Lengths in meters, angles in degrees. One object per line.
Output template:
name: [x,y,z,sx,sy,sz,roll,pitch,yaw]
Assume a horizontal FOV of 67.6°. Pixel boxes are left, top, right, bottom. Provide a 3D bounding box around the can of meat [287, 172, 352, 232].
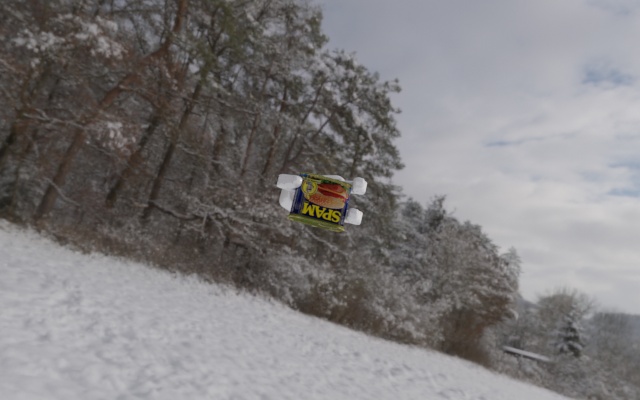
can of meat: [0.000,0.002,0.848,0.102,0.084,0.057,15,-10,-11]
